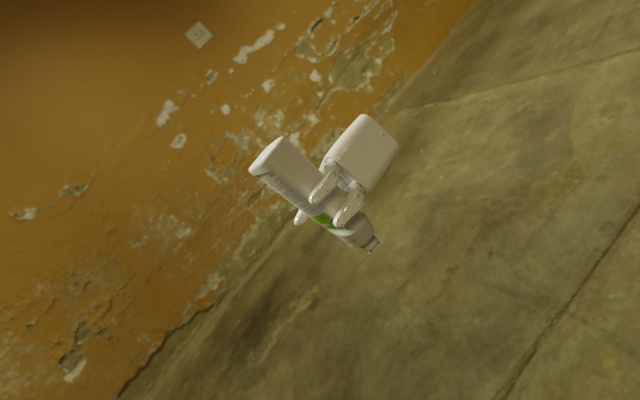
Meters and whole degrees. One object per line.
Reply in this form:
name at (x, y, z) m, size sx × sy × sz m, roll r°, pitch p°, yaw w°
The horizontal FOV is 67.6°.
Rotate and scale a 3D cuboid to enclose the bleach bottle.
bleach bottle at (0.000, 0.003, 0.809) m, size 0.251 × 0.068 × 0.102 m, roll 42°, pitch -20°, yaw -14°
